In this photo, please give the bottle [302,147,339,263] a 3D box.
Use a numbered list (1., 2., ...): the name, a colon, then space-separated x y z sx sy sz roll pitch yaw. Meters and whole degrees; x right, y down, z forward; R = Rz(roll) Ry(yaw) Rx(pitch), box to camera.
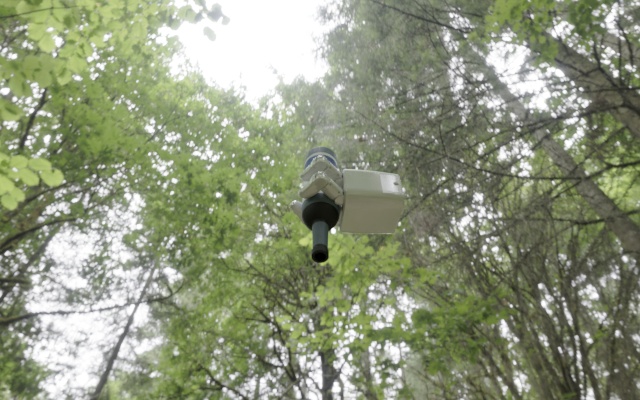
1. bottle: 0.000 0.003 0.868 0.069 0.069 0.295 0 36 0
